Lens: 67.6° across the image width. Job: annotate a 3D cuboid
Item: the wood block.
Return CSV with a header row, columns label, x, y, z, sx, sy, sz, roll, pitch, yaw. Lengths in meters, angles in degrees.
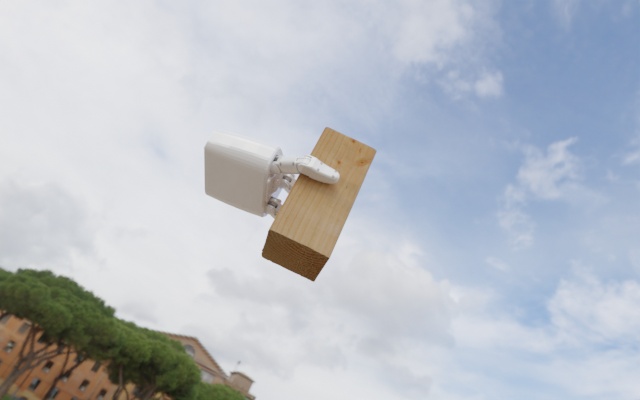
label,x,y,z,sx,sy,sz,roll,pitch,yaw
wood block,0.000,0.002,0.715,0.090,0.206,0.091,26,-33,1
